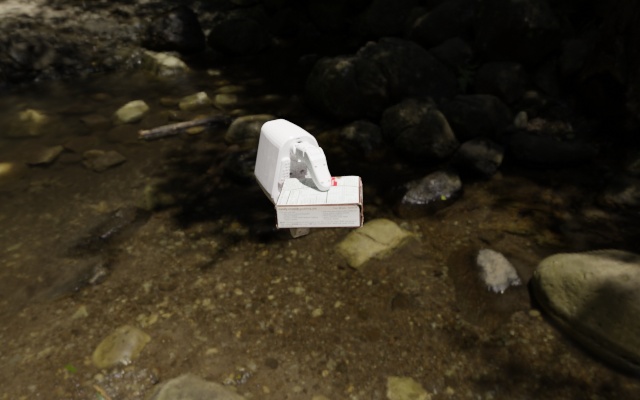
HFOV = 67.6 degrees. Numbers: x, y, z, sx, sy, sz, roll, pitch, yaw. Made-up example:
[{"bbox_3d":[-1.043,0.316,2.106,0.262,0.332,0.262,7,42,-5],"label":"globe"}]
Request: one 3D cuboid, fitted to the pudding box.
[{"bbox_3d":[0.000,0.002,0.641,0.113,0.039,0.090,-3,26,6],"label":"pudding box"}]
